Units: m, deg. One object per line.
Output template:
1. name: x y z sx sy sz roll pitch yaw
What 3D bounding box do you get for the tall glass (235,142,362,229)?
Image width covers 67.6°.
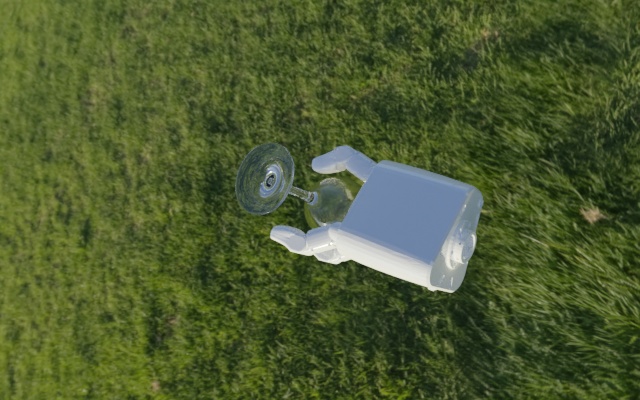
1. tall glass: 0.000 0.002 0.545 0.079 0.079 0.201 0 -14 35
